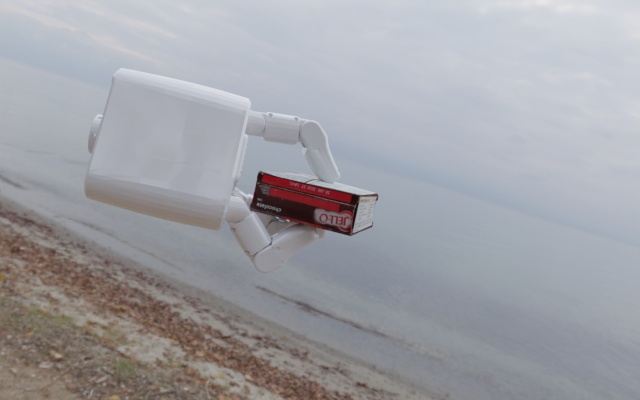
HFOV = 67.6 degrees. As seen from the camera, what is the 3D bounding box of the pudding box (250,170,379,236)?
[{"bbox_3d":[0.000,0.001,0.433,0.090,0.039,0.113,15,6,14],"label":"pudding box"}]
